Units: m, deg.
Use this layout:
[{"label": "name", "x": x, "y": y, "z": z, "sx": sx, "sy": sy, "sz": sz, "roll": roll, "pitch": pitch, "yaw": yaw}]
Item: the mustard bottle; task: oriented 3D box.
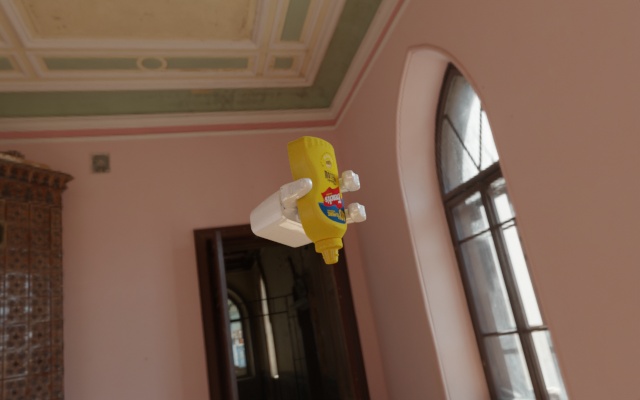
[{"label": "mustard bottle", "x": 0.000, "y": 0.002, "z": 0.735, "sx": 0.058, "sy": 0.191, "sz": 0.096, "roll": -18, "pitch": -18, "yaw": 27}]
